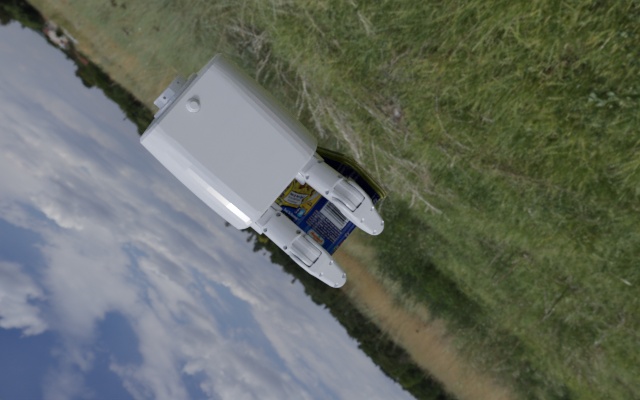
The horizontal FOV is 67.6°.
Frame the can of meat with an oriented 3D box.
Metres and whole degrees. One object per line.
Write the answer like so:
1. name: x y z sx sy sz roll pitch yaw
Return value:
1. can of meat: 0.000 0.002 0.449 0.057 0.084 0.102 43 -6 -26
